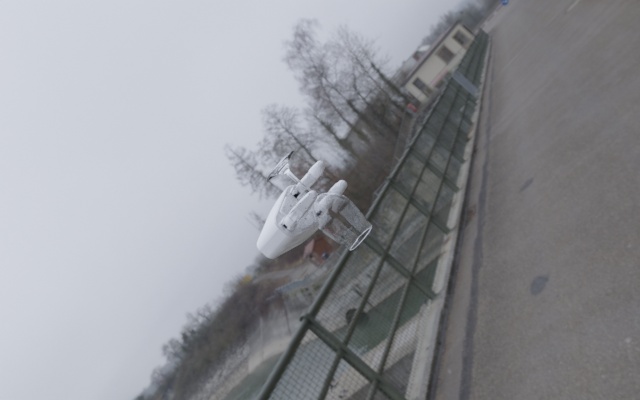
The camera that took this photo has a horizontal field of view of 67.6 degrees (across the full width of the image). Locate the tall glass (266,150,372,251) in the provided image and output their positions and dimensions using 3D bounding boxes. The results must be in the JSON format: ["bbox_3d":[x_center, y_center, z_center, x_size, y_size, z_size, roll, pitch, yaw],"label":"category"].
[{"bbox_3d":[0.000,0.002,0.869,0.201,0.079,0.079,41,0,0],"label":"tall glass"}]
